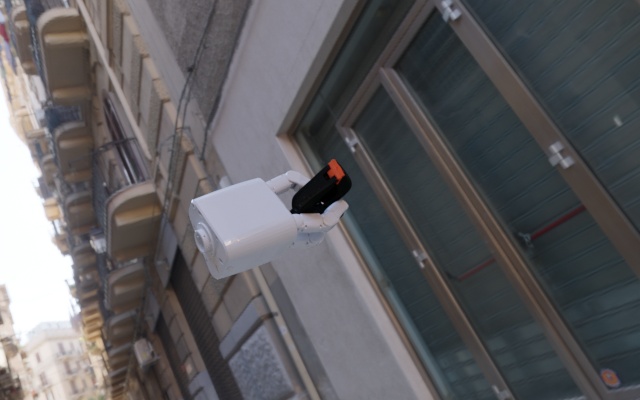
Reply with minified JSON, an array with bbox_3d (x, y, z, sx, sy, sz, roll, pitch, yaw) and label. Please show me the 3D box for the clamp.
[{"bbox_3d":[0.000,0.001,0.715,0.164,0.036,0.210,-22,-19,-33],"label":"clamp"}]
